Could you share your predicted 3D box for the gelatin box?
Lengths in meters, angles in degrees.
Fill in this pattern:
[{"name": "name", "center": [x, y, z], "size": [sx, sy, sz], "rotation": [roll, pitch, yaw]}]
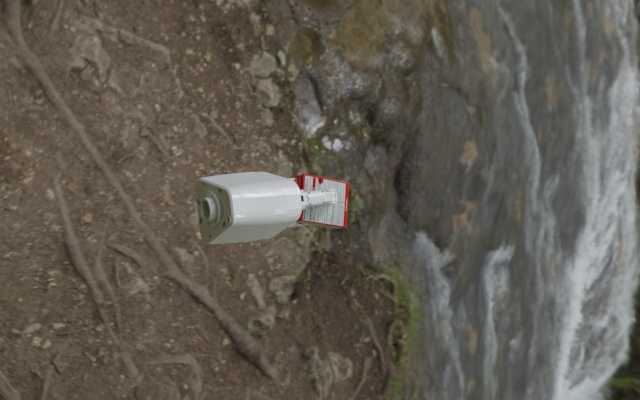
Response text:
[{"name": "gelatin box", "center": [0.001, 0.002, 0.741], "size": [0.089, 0.073, 0.030], "rotation": [10, -11, -33]}]
